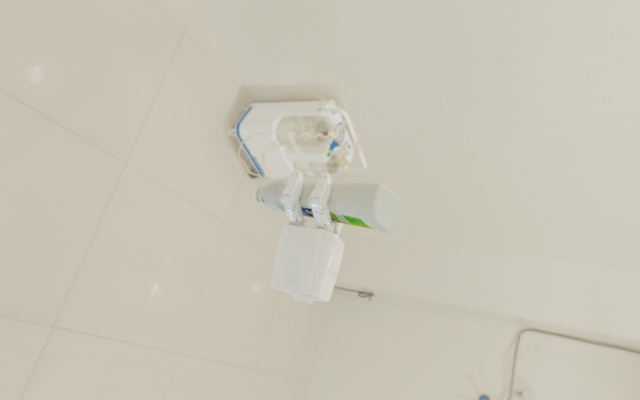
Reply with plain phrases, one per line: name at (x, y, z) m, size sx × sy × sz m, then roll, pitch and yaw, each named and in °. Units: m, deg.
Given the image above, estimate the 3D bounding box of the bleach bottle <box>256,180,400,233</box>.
bleach bottle at (0.000, 0.003, 0.820) m, size 0.251 × 0.068 × 0.103 m, roll 5°, pitch -16°, yaw 31°
